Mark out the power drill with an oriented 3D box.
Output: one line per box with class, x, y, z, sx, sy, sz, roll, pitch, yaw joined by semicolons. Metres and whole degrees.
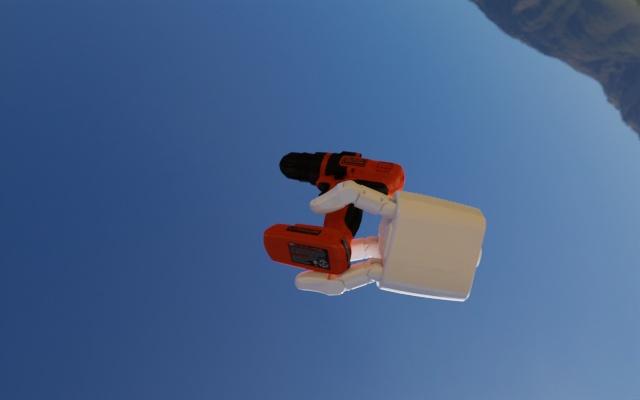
power drill;0.000;0.002;0.623;0.184;0.057;0.187;8;44;23
